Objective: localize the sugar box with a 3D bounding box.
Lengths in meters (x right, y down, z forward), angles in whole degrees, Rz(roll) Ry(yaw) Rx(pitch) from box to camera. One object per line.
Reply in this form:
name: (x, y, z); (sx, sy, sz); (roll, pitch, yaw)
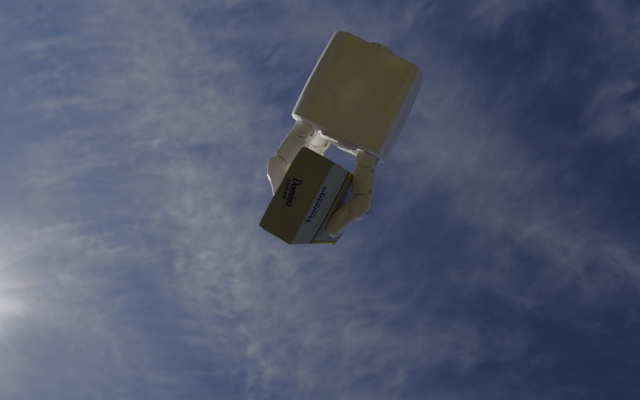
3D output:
sugar box: (0.000, 0.001, 0.542); (0.048, 0.093, 0.176); (30, 3, 19)
